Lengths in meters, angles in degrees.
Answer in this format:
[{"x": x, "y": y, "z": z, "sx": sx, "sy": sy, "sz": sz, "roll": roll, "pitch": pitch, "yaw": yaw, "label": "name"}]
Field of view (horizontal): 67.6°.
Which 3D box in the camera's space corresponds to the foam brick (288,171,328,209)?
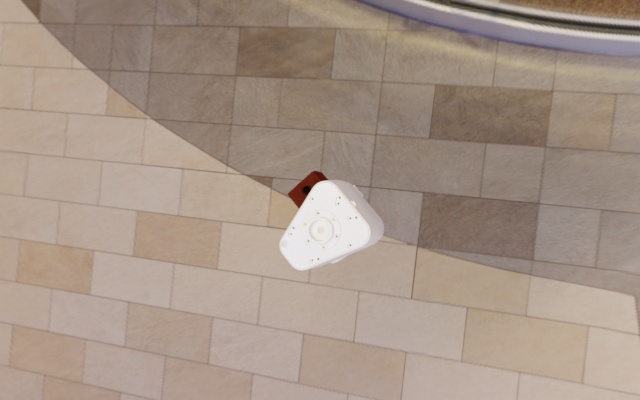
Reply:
[{"x": 0.000, "y": 0.002, "z": 0.695, "sx": 0.053, "sy": 0.078, "sz": 0.051, "roll": -41, "pitch": -9, "yaw": 11, "label": "foam brick"}]
